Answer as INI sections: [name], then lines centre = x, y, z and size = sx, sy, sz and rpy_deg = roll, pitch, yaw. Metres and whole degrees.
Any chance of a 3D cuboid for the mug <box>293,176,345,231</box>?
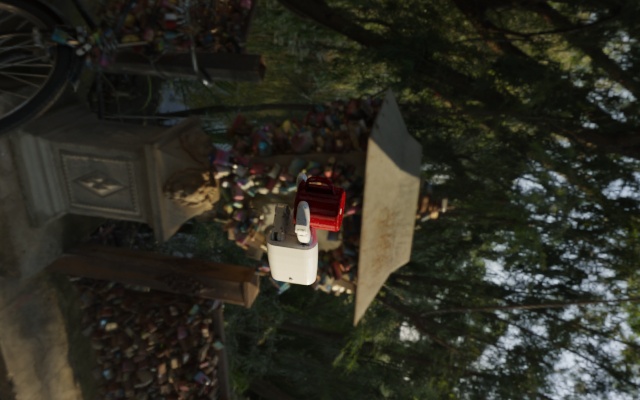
[mug]
centre = 0.000, 0.002, 0.881
size = 0.081, 0.117, 0.093
rpy_deg = 8, 41, 9
